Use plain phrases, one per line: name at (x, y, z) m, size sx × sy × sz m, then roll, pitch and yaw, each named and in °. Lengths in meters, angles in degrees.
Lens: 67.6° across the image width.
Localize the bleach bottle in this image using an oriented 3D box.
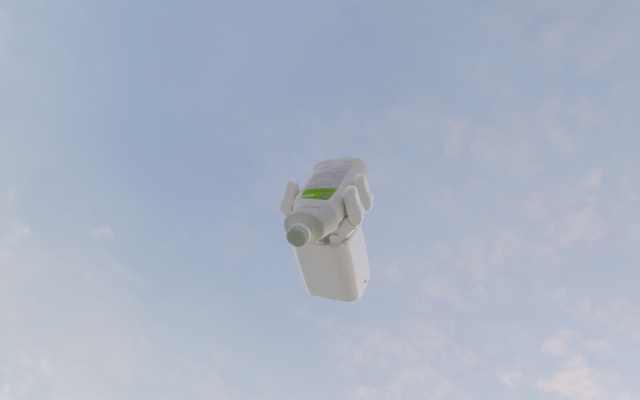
bleach bottle at (0.000, 0.002, 0.756) m, size 0.102 × 0.068 × 0.250 m, roll -7°, pitch 21°, yaw 23°
